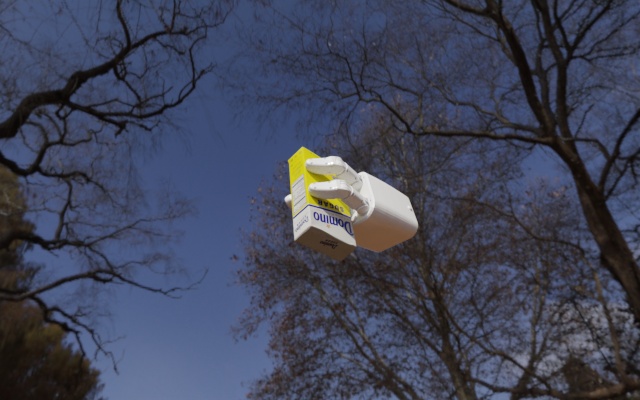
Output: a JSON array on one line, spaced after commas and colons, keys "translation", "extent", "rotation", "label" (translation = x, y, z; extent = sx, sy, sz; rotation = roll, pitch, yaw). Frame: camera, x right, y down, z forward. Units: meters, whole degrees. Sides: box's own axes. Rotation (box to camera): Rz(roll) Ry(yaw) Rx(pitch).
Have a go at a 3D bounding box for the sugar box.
[{"translation": [0.001, 0.002, 0.751], "extent": [0.093, 0.176, 0.048], "rotation": [27, -57, -32], "label": "sugar box"}]
